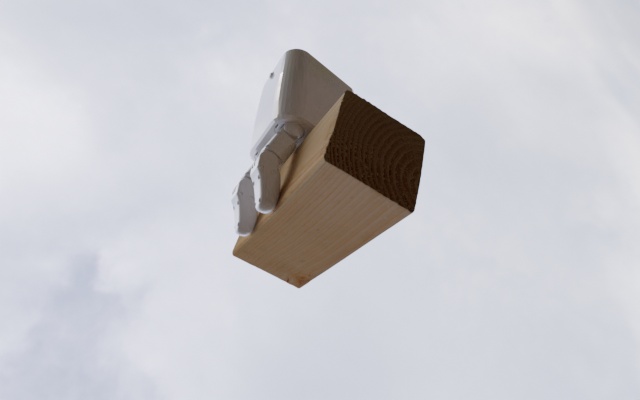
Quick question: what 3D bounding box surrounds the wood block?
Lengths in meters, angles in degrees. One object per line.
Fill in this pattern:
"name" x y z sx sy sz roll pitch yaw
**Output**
"wood block" 0.000 0.001 0.477 0.091 0.090 0.206 29 -38 -15
